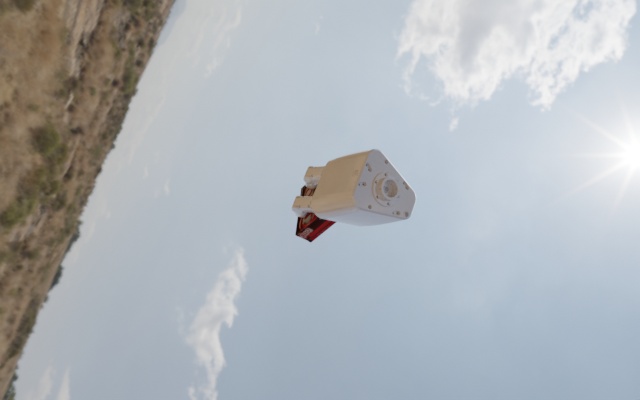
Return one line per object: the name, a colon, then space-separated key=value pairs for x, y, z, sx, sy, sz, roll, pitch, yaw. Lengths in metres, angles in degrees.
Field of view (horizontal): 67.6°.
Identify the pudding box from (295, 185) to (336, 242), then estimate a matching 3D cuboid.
pudding box: x=0.000 y=0.003 z=0.813 sx=0.039 sy=0.113 sz=0.090 roll=31 pitch=-49 yaw=-23
